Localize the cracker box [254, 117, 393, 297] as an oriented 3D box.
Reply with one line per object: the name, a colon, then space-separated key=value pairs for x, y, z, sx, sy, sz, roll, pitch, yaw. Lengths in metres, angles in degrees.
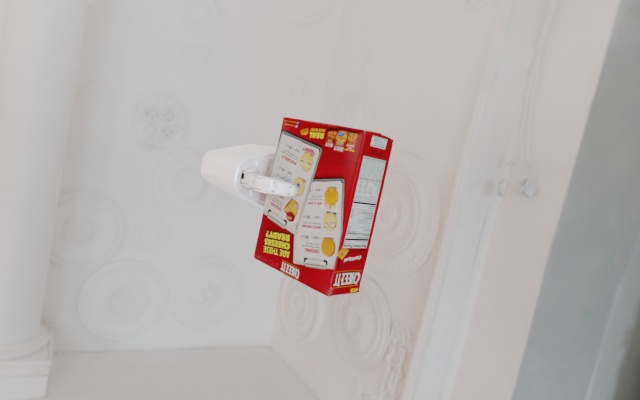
cracker box: x=0.000 y=0.002 z=0.662 sx=0.072 sy=0.214 sz=0.164 roll=6 pitch=9 yaw=-45
